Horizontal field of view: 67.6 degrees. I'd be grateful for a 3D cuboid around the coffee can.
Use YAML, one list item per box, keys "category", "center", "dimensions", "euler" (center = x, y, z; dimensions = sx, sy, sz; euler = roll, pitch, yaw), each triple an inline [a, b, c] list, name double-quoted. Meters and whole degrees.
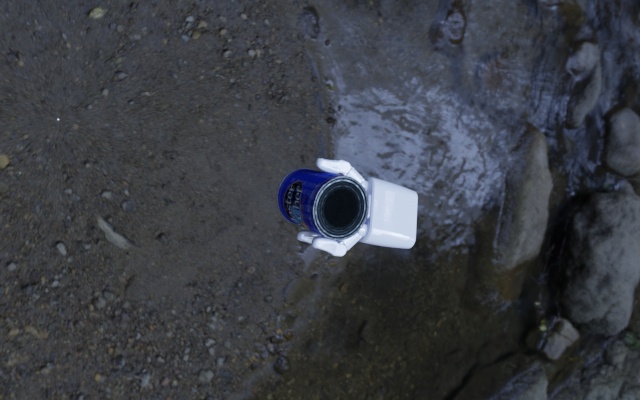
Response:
- category: "coffee can"
  center: [0.000, 0.002, 0.801]
  dimensions: [0.103, 0.103, 0.140]
  euler: [0, 9, -29]
